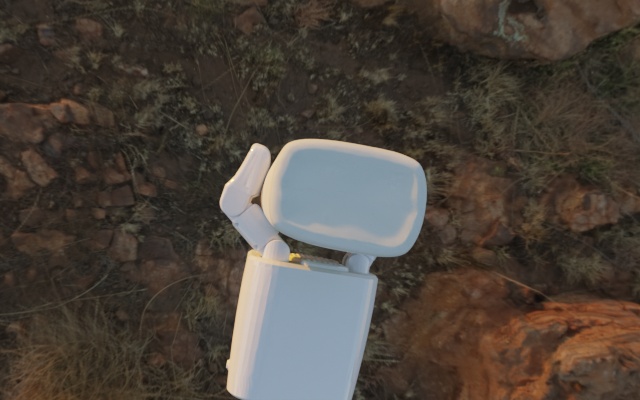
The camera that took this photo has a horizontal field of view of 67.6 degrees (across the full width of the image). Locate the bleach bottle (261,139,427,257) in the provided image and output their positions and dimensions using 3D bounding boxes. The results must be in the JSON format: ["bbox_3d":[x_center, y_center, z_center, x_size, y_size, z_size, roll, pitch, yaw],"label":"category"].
[{"bbox_3d":[0.000,0.001,0.413,0.102,0.068,0.251,11,-3,-7],"label":"bleach bottle"}]
